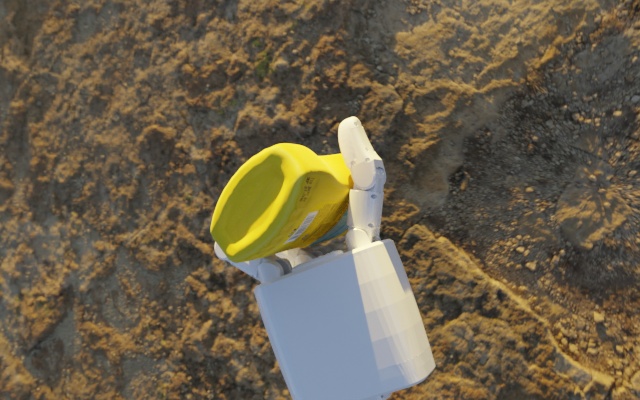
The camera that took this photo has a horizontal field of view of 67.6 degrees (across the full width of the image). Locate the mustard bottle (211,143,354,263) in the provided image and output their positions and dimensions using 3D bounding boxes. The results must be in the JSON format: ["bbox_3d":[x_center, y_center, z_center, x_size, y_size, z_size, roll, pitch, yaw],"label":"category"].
[{"bbox_3d":[0.000,0.001,0.413,0.058,0.096,0.191,47,23,21],"label":"mustard bottle"}]
